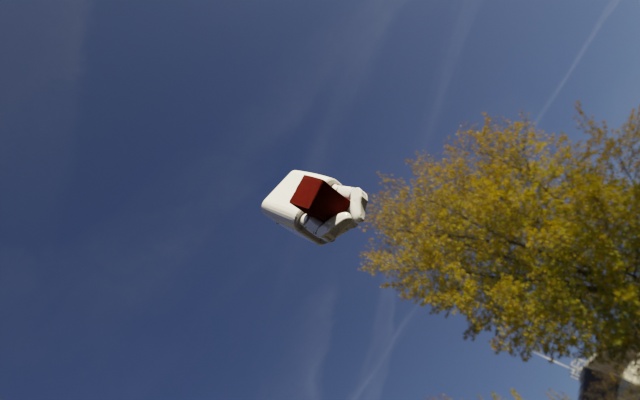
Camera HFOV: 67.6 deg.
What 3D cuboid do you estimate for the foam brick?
[{"bbox_3d":[0.000,0.002,0.758,0.051,0.053,0.078,20,-13,46],"label":"foam brick"}]
